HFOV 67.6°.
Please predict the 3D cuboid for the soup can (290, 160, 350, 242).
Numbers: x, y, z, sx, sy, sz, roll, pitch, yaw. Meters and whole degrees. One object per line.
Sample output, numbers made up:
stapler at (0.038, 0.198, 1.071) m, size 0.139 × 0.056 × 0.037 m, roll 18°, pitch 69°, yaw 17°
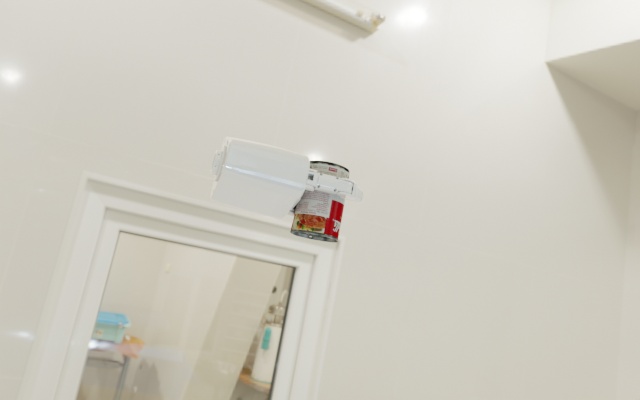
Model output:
soup can at (0.001, 0.002, 0.671) m, size 0.068 × 0.102 × 0.068 m, roll 10°, pitch -11°, yaw 2°
